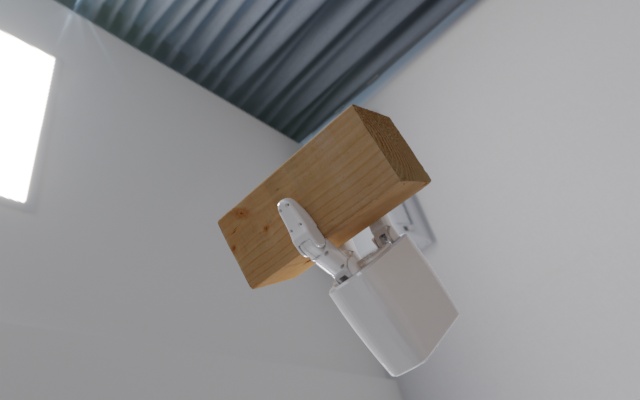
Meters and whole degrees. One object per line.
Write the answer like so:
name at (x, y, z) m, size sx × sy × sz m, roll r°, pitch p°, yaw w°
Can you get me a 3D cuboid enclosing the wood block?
wood block at (0.000, 0.002, 0.514) m, size 0.206 × 0.090 × 0.091 m, roll -38°, pitch -18°, yaw 26°
